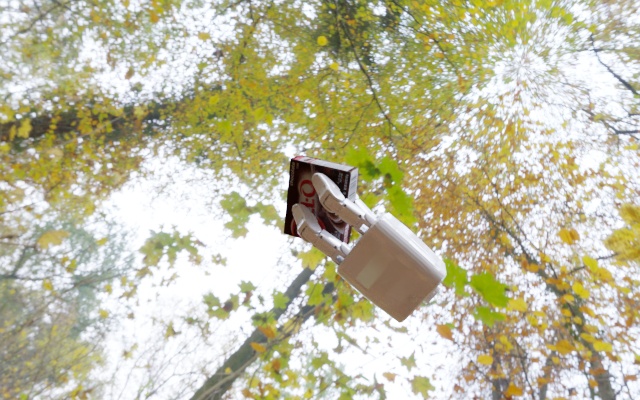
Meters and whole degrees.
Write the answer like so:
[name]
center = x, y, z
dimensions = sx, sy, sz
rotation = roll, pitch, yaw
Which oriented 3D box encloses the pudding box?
[pudding box]
center = 0.000, 0.002, 0.648
dimensions = 0.090, 0.113, 0.039
rotation = 14, 18, 22
